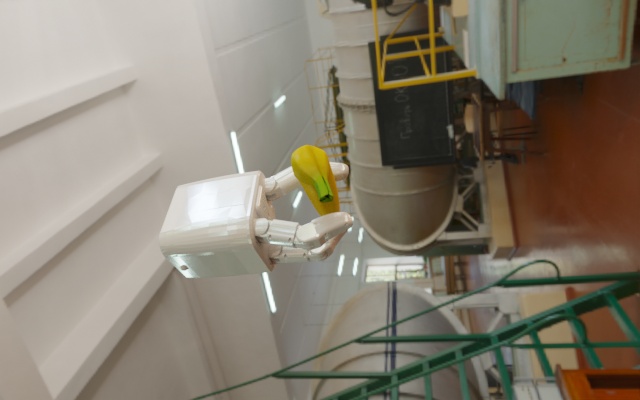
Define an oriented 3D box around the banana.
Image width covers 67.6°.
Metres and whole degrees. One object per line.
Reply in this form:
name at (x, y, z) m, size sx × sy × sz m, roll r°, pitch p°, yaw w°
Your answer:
banana at (-0.004, -0.017, 0.500) m, size 0.037 × 0.069 × 0.198 m, roll -11°, pitch -8°, yaw 4°
